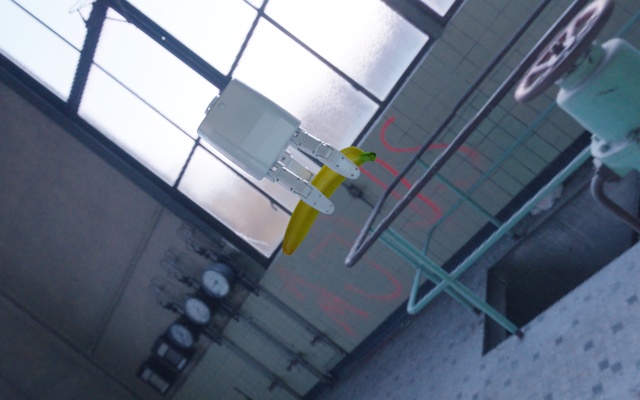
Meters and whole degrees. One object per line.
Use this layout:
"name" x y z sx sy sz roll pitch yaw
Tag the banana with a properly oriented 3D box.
"banana" 0.001 -0.009 0.681 0.037 0.198 0.069 32 21 -17
